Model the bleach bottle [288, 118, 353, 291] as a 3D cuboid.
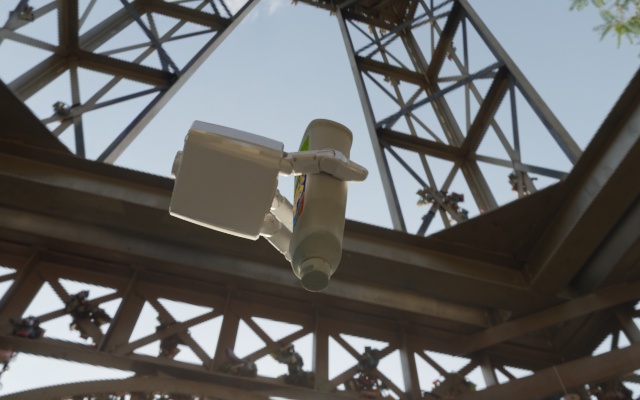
[{"bbox_3d":[0.000,0.002,0.568,0.068,0.103,0.250,16,33,-10],"label":"bleach bottle"}]
